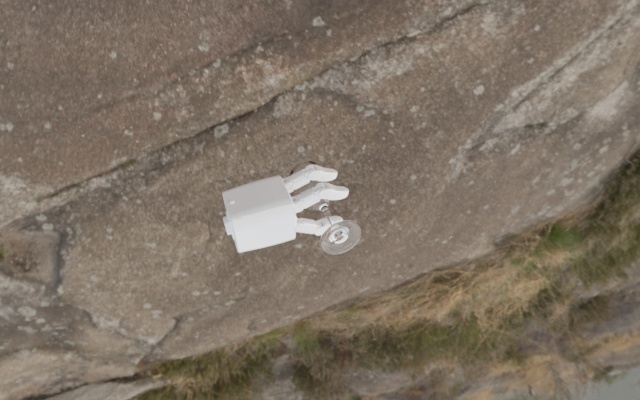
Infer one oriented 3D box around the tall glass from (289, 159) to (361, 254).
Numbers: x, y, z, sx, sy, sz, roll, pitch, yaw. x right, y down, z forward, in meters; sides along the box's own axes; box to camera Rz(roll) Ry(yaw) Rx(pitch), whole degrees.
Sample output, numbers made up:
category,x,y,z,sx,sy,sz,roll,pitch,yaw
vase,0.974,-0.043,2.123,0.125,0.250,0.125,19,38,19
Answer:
category,x,y,z,sx,sy,sz,roll,pitch,yaw
tall glass,0.001,0.003,0.865,0.079,0.079,0.201,0,37,-25
